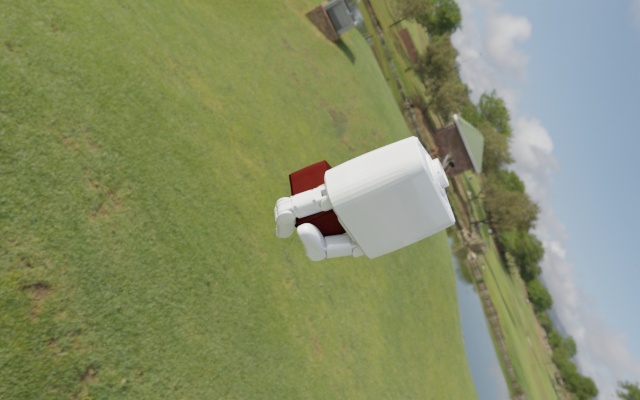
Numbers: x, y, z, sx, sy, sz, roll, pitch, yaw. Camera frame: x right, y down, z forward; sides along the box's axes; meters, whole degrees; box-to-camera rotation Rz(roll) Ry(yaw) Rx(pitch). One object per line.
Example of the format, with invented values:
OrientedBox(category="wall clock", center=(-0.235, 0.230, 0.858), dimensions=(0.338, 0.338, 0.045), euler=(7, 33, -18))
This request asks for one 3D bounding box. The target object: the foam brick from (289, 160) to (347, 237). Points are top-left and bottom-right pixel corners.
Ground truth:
OrientedBox(category="foam brick", center=(0.000, 0.002, 0.567), dimensions=(0.051, 0.078, 0.053), euler=(-24, -38, 19))
